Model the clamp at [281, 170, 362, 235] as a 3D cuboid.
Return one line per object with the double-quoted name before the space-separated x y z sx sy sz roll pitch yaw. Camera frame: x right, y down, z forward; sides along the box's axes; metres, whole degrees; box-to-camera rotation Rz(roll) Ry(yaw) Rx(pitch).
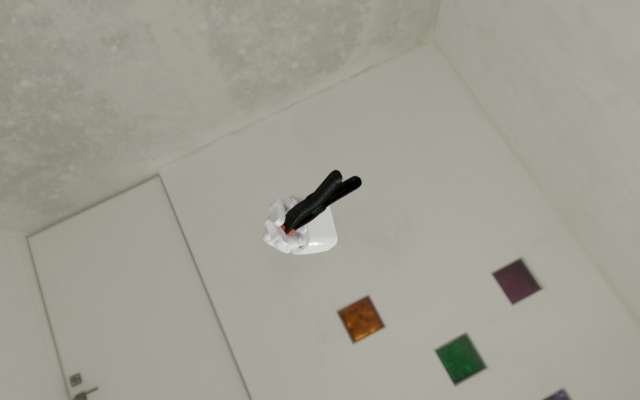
"clamp" 0.000 0.003 0.871 0.171 0.039 0.120 -38 -22 26
